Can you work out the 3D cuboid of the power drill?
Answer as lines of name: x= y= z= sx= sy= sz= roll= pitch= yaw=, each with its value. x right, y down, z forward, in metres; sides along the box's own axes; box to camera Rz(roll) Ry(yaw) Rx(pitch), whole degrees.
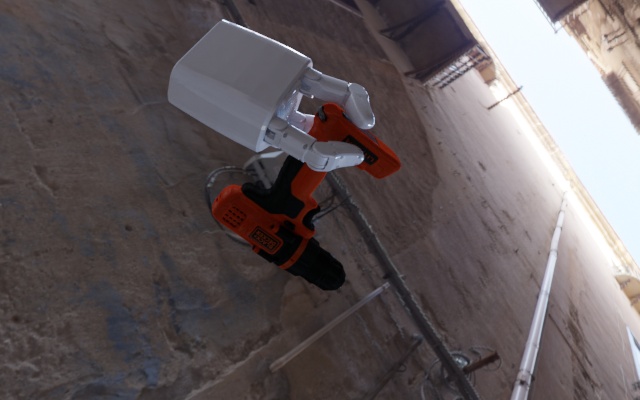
power drill: x=0.000 y=0.001 z=0.537 sx=0.184 sy=0.188 sz=0.057 roll=37 pitch=16 yaw=-20
